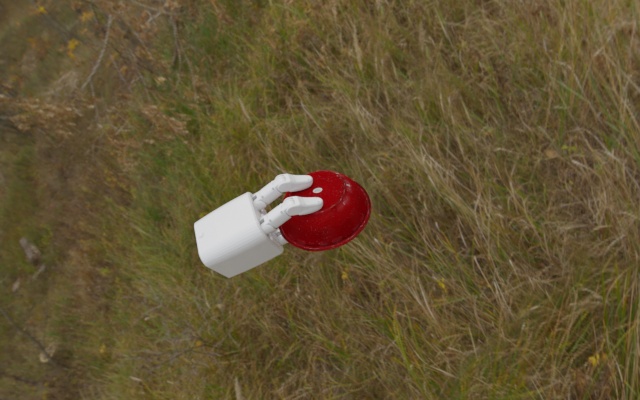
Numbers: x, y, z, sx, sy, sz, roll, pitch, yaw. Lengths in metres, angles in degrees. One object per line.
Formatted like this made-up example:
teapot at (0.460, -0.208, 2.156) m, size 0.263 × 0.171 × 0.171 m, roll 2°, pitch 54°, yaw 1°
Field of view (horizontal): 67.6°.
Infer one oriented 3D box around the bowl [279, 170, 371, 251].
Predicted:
bowl at (0.001, 0.002, 0.784) m, size 0.162 × 0.162 × 0.055 m, roll 0°, pitch -41°, yaw 16°
